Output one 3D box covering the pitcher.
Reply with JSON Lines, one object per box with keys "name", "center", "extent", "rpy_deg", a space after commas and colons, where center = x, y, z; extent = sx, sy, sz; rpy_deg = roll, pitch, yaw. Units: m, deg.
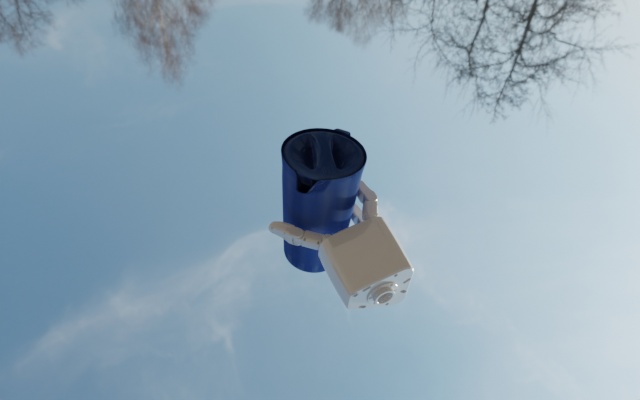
{"name": "pitcher", "center": [0.000, 0.003, 0.819], "extent": [0.149, 0.243, 0.145], "rpy_deg": [-13, 46, -21]}
